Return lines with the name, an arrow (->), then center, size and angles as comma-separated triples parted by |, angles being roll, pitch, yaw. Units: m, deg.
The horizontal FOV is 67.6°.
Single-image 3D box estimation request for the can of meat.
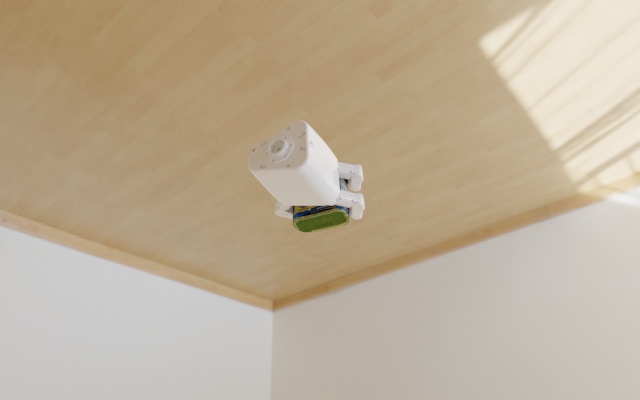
can of meat -> 0.000, 0.003, 0.827 | 0.102, 0.084, 0.057 | -15, -35, 19
